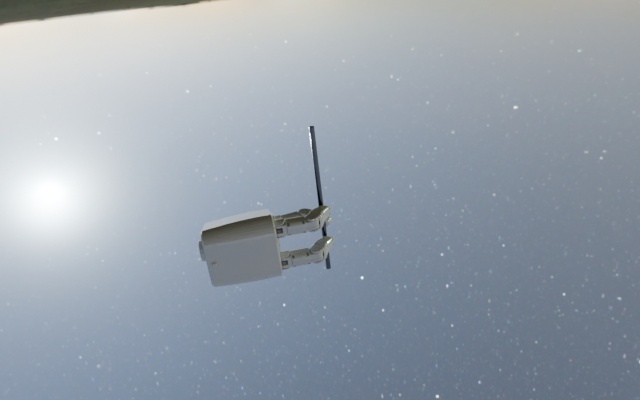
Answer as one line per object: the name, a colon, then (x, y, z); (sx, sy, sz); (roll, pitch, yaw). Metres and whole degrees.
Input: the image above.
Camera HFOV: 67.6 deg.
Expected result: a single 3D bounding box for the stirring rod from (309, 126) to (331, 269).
stirring rod: (0.000, 0.002, 0.738); (0.011, 0.240, 0.011); (-6, 25, 3)
